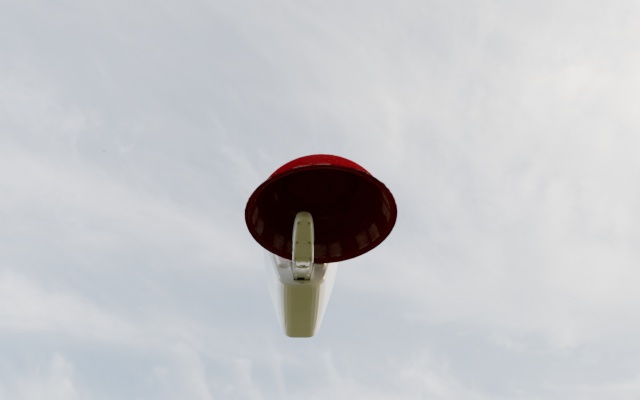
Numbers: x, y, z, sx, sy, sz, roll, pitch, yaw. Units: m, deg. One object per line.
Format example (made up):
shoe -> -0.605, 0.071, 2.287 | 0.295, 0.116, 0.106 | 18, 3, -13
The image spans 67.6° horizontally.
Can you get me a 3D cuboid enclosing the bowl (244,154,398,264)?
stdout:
bowl -> 0.000, 0.001, 0.522 | 0.162, 0.055, 0.162 | -1, -42, -1
